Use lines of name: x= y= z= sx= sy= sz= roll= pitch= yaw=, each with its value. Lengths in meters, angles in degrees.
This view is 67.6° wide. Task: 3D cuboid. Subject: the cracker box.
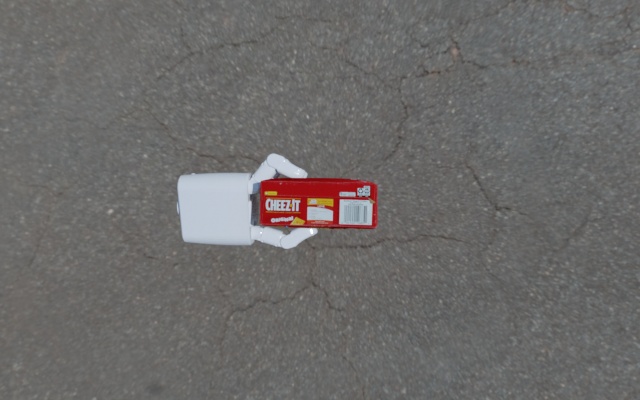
cracker box: x=0.000 y=0.003 z=0.755 sx=0.164 sy=0.072 sz=0.213 roll=1 pitch=1 yaw=2
